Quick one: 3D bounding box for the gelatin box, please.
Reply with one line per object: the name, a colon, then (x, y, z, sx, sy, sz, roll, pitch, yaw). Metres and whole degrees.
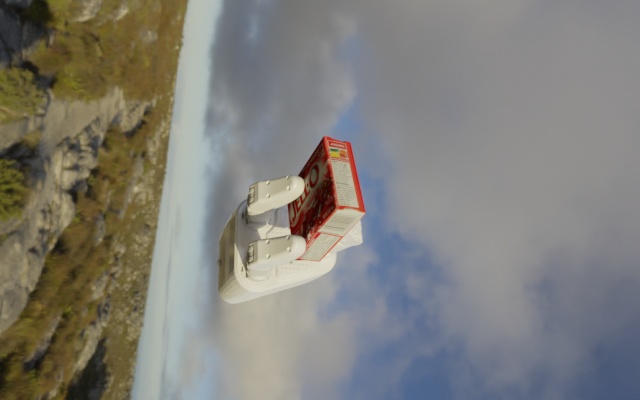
gelatin box: (0.001, 0.001, 0.413, 0.030, 0.073, 0.089, 9, -37, -25)
